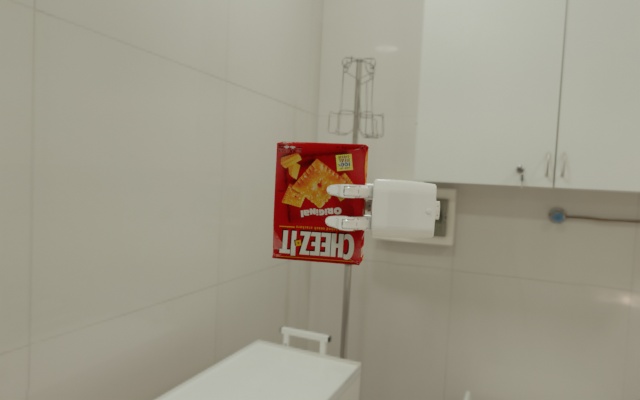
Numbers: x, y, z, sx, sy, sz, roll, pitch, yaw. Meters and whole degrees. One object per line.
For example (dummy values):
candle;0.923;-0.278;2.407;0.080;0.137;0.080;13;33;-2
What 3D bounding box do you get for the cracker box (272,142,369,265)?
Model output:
cracker box;0.000;0.003;0.869;0.164;0.214;0.072;3;3;10
